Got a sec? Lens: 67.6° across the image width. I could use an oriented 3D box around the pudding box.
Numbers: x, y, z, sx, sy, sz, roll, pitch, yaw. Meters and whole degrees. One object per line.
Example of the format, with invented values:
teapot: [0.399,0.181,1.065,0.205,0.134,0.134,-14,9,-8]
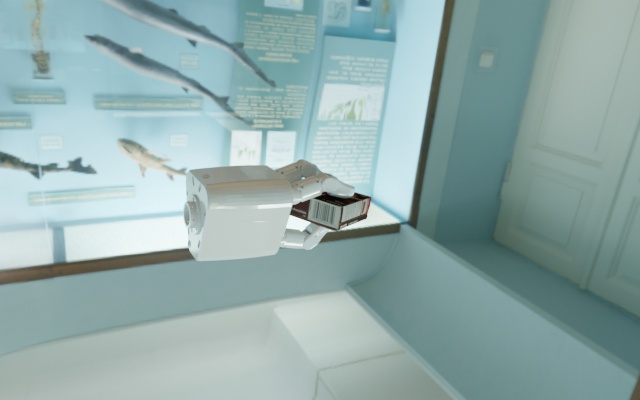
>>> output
pudding box: [0.000,0.002,0.663,0.113,0.039,0.090,20,19,27]
